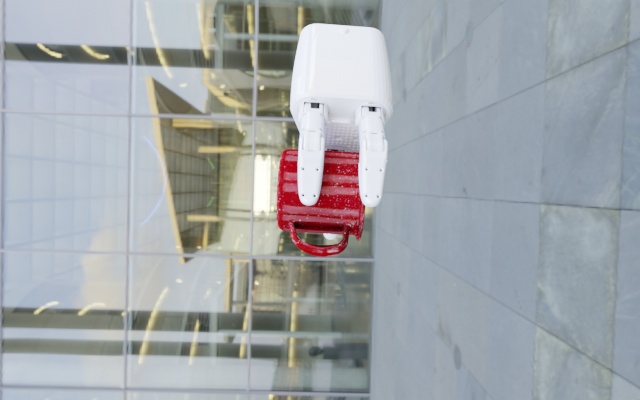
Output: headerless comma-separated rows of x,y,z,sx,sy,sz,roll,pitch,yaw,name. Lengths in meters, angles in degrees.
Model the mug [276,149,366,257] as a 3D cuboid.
0.000,0.003,0.465,0.081,0.117,0.093,3,-33,0,mug
